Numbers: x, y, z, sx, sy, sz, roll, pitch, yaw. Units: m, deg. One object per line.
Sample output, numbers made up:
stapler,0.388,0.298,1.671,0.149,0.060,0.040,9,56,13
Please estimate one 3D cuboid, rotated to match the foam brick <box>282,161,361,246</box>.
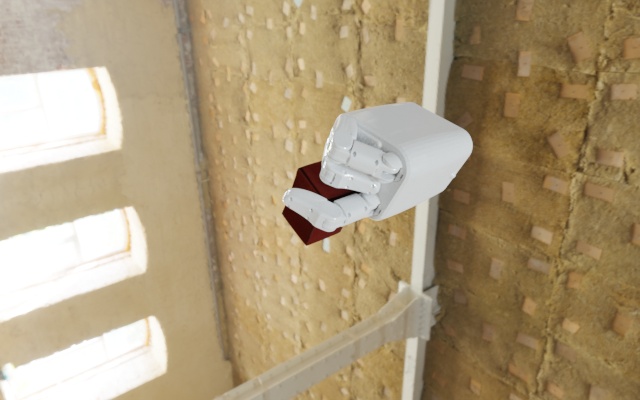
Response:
foam brick,0.000,0.002,0.520,0.051,0.053,0.078,-20,-30,-34
